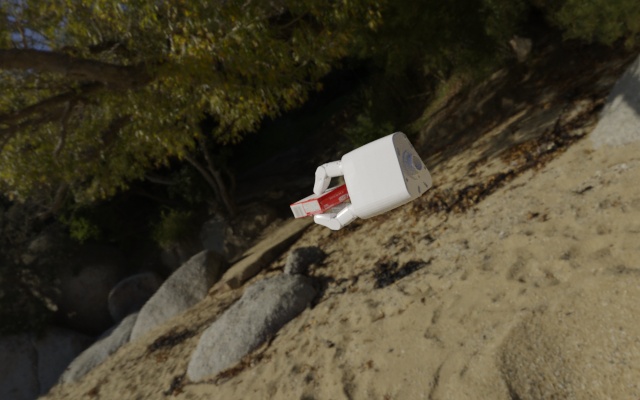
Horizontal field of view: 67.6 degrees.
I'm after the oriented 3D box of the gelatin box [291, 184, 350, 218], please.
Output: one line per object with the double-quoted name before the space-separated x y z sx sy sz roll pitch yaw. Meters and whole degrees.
"gelatin box" 0.000 0.002 0.874 0.073 0.030 0.089 -27 8 -38
